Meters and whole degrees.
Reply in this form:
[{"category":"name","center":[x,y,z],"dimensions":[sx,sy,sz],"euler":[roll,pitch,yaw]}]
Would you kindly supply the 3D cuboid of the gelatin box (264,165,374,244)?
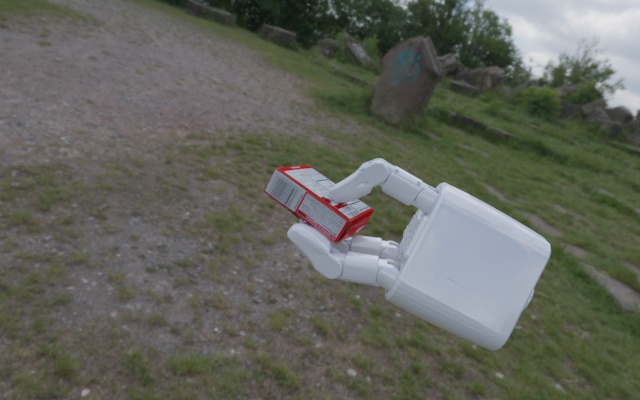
[{"category":"gelatin box","center":[0.000,0.001,0.463],"dimensions":[0.089,0.030,0.073],"euler":[36,18,14]}]
